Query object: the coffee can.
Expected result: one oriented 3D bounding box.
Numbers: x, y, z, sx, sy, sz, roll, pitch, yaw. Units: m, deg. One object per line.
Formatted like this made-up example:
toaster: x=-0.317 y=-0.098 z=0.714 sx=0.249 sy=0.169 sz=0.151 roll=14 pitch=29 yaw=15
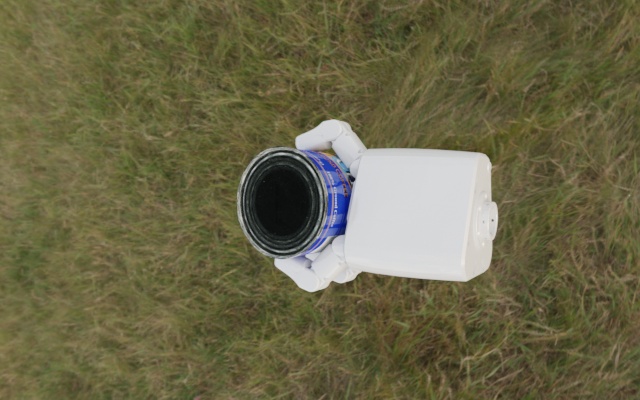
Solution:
coffee can: x=0.000 y=0.002 z=0.488 sx=0.103 sy=0.103 sz=0.140 roll=0 pitch=1 yaw=33
